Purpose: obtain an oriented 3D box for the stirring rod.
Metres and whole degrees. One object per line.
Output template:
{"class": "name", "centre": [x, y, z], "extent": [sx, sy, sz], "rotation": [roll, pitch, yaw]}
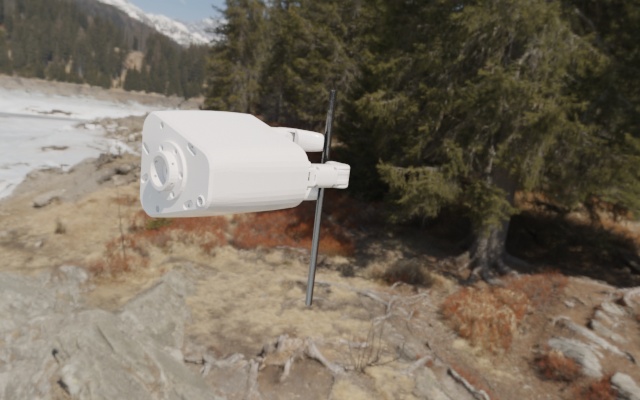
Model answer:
{"class": "stirring rod", "centre": [0.000, 0.002, 0.524], "extent": [0.011, 0.239, 0.011], "rotation": [7, 11, -1]}
